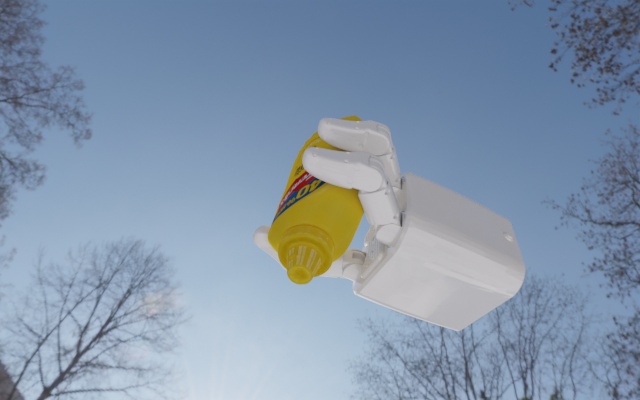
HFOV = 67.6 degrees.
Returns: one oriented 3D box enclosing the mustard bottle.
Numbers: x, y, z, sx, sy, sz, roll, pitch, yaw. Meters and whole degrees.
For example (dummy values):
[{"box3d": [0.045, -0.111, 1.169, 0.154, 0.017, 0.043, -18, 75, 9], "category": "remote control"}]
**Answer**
[{"box3d": [0.000, 0.001, 0.407, 0.096, 0.058, 0.191, -36, 20, 28], "category": "mustard bottle"}]
